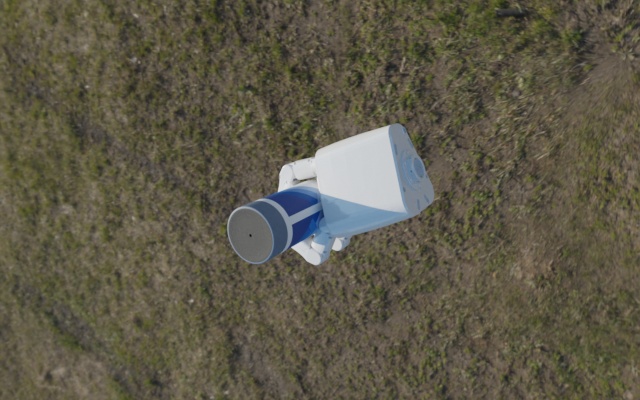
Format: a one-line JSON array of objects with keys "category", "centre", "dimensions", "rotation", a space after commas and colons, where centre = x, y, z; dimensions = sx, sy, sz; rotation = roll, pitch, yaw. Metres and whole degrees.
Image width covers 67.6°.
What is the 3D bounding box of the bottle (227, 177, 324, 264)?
[{"category": "bottle", "centre": [0.000, 0.002, 0.639], "dimensions": [0.069, 0.069, 0.295], "rotation": [0, 14, 33]}]
